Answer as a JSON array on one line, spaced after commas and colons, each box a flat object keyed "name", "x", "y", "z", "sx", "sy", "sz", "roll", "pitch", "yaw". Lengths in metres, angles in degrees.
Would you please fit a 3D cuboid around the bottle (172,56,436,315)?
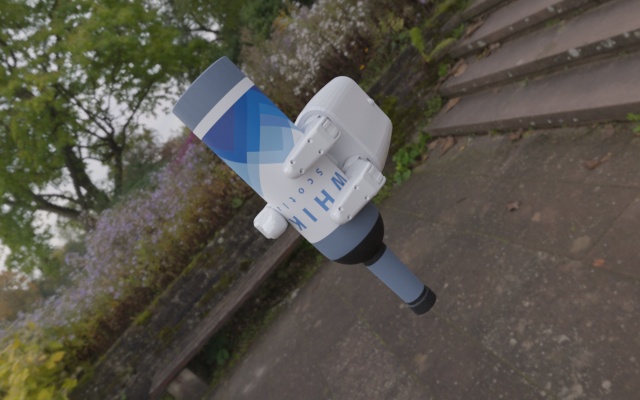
[{"name": "bottle", "x": 0.000, "y": 0.001, "z": 0.437, "sx": 0.296, "sy": 0.069, "sz": 0.069, "roll": 44, "pitch": -12, "yaw": -12}]
